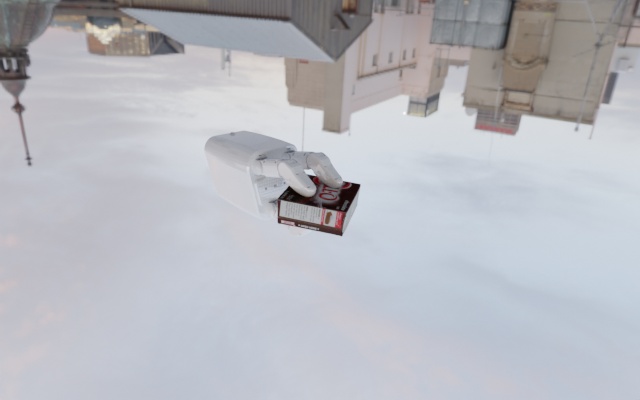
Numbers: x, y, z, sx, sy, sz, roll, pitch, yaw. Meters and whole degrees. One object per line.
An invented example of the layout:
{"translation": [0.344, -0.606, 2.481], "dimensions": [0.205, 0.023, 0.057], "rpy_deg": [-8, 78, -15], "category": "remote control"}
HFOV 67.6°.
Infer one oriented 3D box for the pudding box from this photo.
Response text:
{"translation": [0.000, 0.002, 0.637], "dimensions": [0.090, 0.039, 0.113], "rpy_deg": [10, 25, 10], "category": "pudding box"}
